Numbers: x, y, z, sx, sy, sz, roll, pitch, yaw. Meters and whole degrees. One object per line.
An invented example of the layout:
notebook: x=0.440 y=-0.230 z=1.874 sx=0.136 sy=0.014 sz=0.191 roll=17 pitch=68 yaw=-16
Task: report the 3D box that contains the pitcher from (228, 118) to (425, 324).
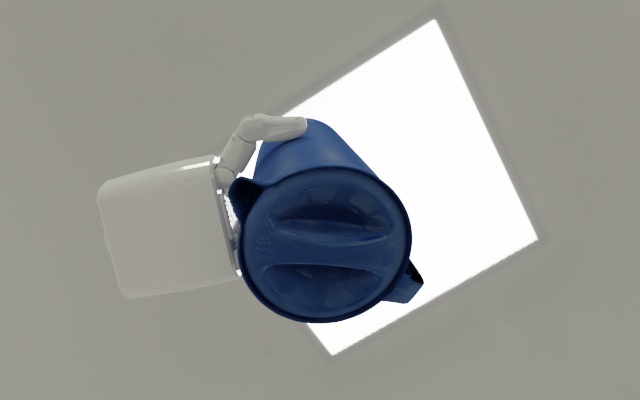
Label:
pitcher: x=0.000 y=0.002 z=0.465 sx=0.145 sy=0.149 sz=0.242 roll=-12 pitch=22 yaw=-2
